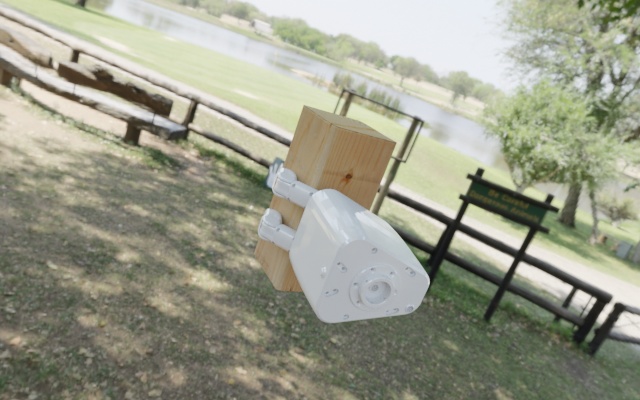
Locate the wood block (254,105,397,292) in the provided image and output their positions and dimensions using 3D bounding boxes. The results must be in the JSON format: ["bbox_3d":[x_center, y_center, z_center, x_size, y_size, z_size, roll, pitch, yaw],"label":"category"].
[{"bbox_3d":[0.001,0.002,0.589,0.091,0.206,0.090,9,21,-32],"label":"wood block"}]
